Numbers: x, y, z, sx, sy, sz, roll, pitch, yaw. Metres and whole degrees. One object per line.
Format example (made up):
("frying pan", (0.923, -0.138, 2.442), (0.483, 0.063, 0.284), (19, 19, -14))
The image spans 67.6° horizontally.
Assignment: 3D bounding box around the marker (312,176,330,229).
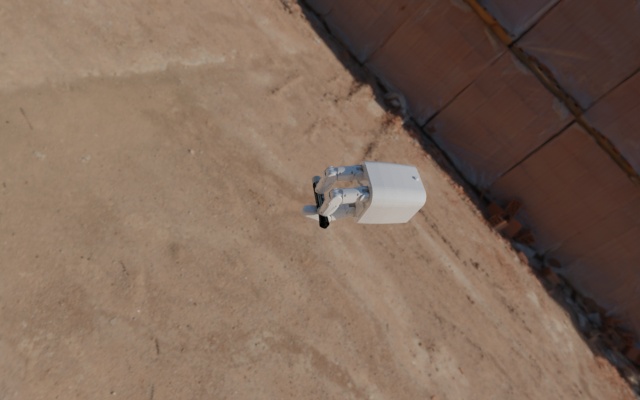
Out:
("marker", (0.000, 0.003, 0.884), (0.020, 0.121, 0.020), (-6, -41, -5))
